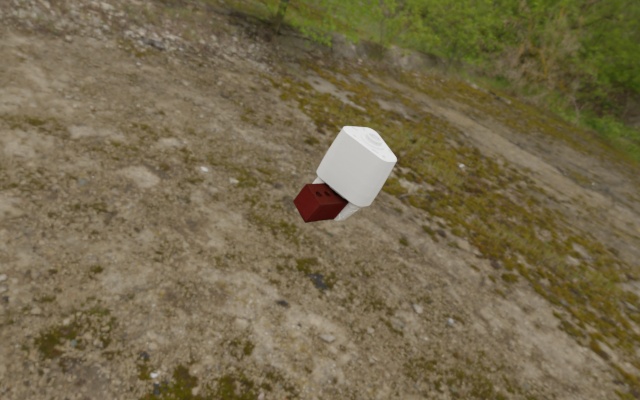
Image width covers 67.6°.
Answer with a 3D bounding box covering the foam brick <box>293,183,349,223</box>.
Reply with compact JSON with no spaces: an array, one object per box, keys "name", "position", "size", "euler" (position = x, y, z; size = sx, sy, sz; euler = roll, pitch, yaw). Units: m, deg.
[{"name":"foam brick","position":[0.000,0.003,0.879],"size":[0.078,0.053,0.051],"euler":[-5,-36,-46]}]
